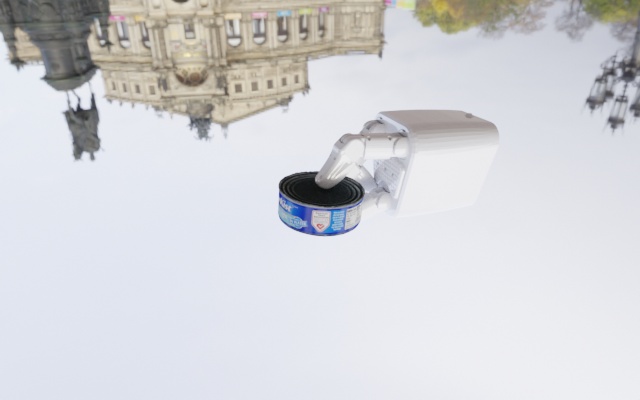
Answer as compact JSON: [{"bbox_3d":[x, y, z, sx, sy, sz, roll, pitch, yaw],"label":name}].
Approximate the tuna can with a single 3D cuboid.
[{"bbox_3d":[0.000,0.002,0.477,0.086,0.034,0.086,4,25,-2],"label":"tuna can"}]
